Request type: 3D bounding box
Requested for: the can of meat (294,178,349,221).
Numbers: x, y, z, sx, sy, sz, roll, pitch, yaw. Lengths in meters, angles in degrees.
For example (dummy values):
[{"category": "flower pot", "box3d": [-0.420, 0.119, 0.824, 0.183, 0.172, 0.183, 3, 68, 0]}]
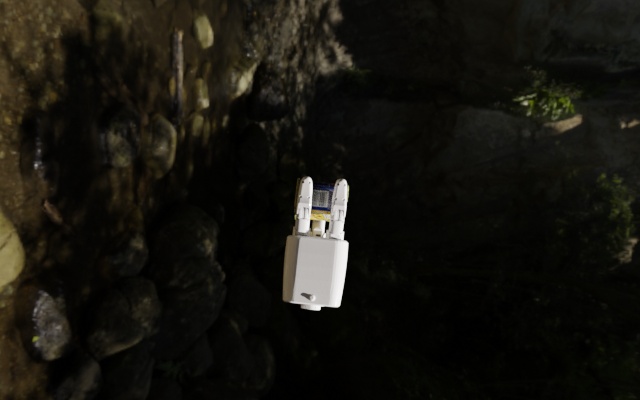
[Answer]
[{"category": "can of meat", "box3d": [0.000, 0.003, 0.803, 0.084, 0.057, 0.102, 6, -12, -1]}]
